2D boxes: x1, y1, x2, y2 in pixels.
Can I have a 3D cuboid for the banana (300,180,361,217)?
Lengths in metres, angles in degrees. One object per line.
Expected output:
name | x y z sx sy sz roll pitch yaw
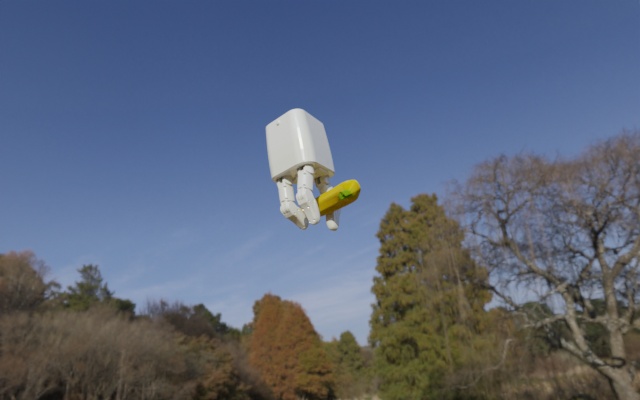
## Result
banana | 0.018 -0.002 0.818 0.069 0.037 0.198 -12 -9 -26
